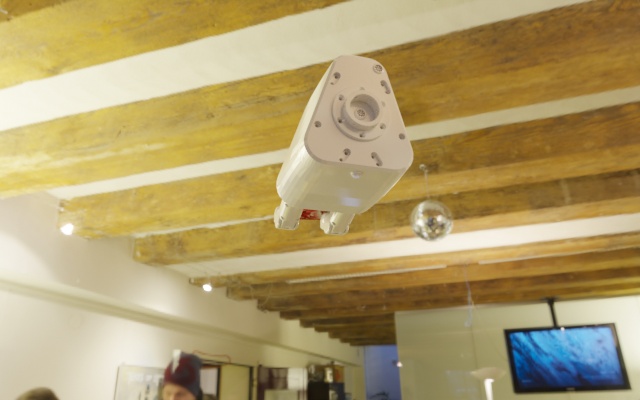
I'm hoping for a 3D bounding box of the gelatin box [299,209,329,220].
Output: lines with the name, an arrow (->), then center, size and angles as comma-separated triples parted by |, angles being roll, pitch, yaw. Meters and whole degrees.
gelatin box -> 0.000, 0.001, 0.559 | 0.073, 0.030, 0.089 | 1, -14, -1
